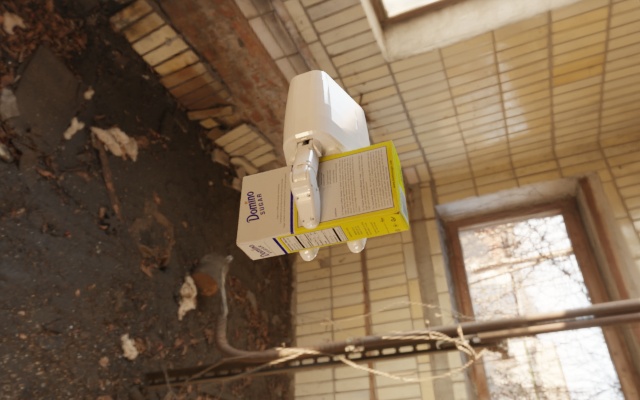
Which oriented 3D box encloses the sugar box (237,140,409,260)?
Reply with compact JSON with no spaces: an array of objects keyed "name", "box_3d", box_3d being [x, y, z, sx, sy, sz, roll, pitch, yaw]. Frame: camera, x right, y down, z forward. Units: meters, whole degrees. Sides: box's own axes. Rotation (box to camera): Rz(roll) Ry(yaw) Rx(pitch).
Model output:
[{"name":"sugar box","box_3d":[0.000,0.002,0.513,0.176,0.093,0.048,-13,-37,18]}]
